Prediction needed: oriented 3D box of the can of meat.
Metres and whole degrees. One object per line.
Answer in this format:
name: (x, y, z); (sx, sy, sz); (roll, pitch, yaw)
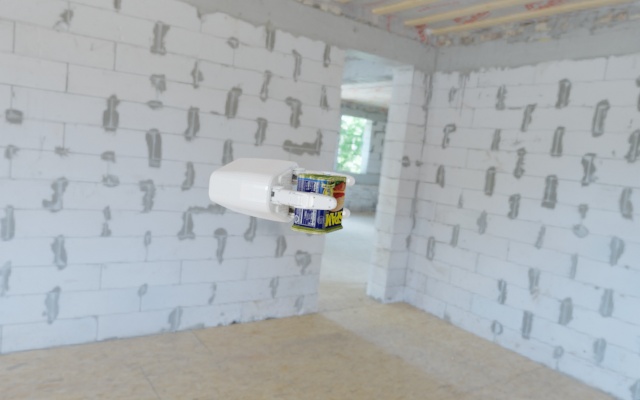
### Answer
can of meat: (0.000, 0.002, 0.732); (0.057, 0.084, 0.102); (8, 6, 23)
